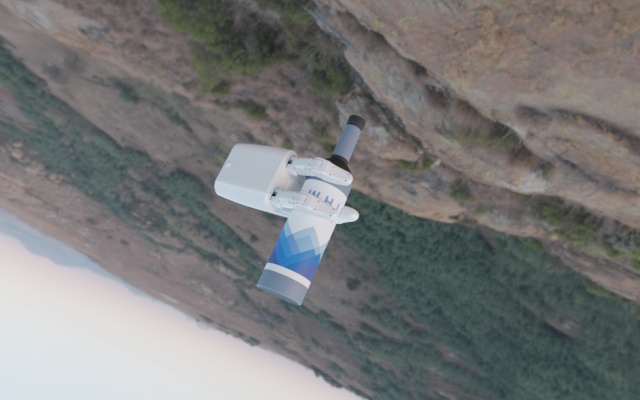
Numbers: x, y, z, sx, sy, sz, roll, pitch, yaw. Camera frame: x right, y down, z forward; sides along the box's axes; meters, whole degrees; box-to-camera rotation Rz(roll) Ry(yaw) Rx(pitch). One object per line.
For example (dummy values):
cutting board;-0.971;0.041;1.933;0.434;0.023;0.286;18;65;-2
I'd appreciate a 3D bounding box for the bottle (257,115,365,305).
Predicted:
bottle;0.000;0.003;0.698;0.069;0.295;0.069;22;-18;7
